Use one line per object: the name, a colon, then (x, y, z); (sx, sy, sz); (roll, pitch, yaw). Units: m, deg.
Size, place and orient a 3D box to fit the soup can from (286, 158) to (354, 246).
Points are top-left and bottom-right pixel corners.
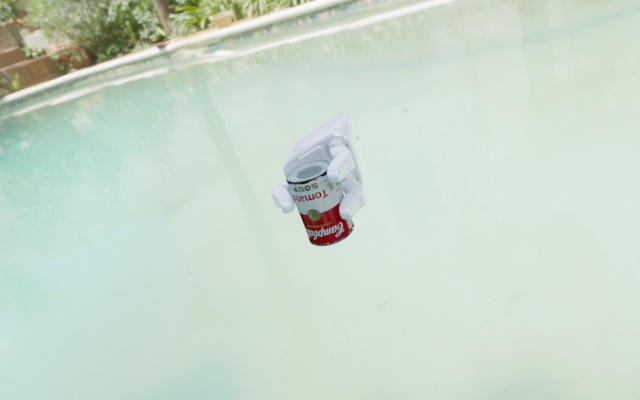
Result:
soup can: (0.000, 0.002, 0.654); (0.068, 0.102, 0.068); (-16, 26, 8)
